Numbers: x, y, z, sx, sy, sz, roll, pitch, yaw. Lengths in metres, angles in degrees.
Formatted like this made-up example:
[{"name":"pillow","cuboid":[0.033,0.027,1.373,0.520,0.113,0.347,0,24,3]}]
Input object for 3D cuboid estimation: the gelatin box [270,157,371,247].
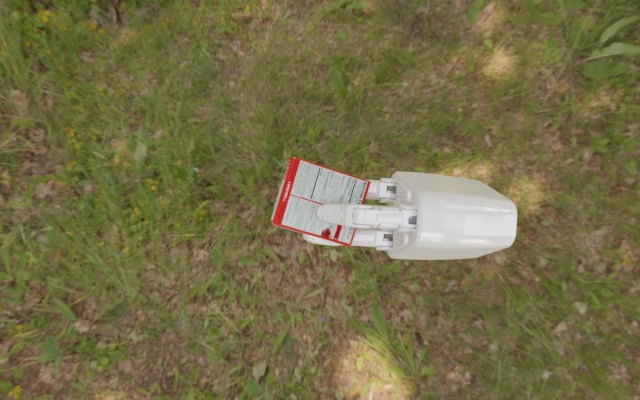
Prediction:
[{"name":"gelatin box","cuboid":[0.000,0.002,0.503,0.089,0.073,0.030,17,-1,-14]}]
